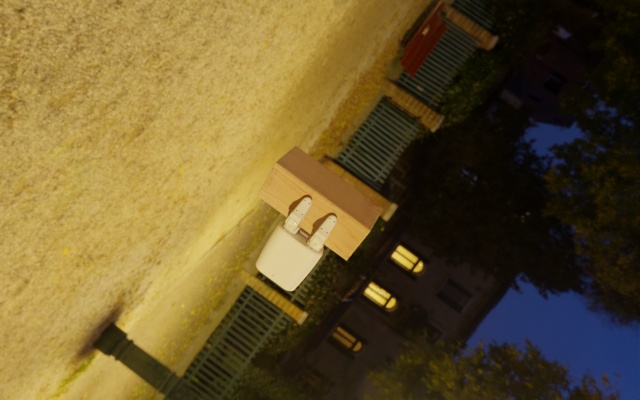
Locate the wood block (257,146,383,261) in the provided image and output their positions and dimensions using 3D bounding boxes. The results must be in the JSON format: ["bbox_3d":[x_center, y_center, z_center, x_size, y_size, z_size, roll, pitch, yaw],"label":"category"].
[{"bbox_3d":[0.000,0.003,0.896,0.206,0.090,0.090,36,35,3],"label":"wood block"}]
